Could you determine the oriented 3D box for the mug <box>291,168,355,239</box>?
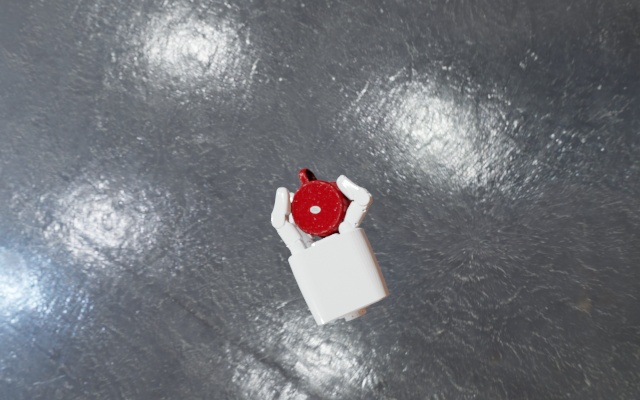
[{"bbox_3d":[0.000,0.001,0.728,0.093,0.117,0.081,-28,-11,14],"label":"mug"}]
